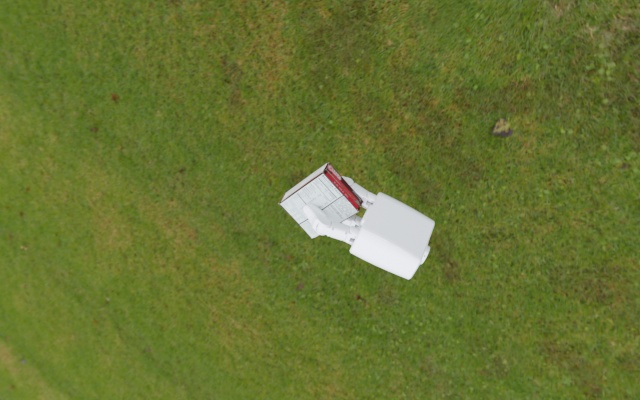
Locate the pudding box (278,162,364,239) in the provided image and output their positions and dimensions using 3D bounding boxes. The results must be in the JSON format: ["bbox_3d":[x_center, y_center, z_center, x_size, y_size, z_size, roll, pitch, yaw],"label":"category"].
[{"bbox_3d":[0.000,0.003,0.790,0.113,0.090,0.039,-34,15,32],"label":"pudding box"}]
